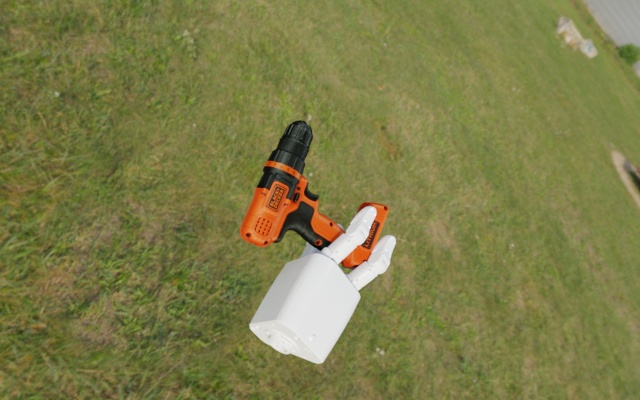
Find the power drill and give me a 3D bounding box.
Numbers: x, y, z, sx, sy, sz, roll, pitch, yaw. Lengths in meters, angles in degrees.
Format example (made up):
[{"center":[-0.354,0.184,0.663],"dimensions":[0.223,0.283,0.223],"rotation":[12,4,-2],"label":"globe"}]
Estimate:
[{"center":[0.000,0.003,0.673],"dimensions":[0.188,0.184,0.057],"rotation":[26,-10,-17],"label":"power drill"}]
